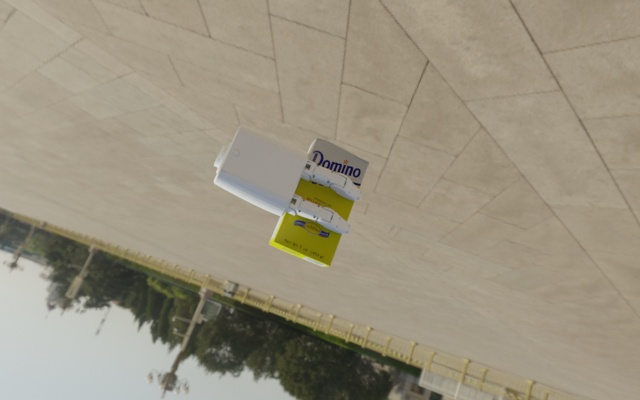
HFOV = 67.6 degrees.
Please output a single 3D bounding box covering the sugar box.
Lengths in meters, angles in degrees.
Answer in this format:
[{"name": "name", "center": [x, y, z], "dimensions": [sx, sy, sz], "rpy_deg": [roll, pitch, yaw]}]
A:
[{"name": "sugar box", "center": [0.000, 0.002, 0.719], "dimensions": [0.093, 0.176, 0.048], "rpy_deg": [25, -15, -11]}]
